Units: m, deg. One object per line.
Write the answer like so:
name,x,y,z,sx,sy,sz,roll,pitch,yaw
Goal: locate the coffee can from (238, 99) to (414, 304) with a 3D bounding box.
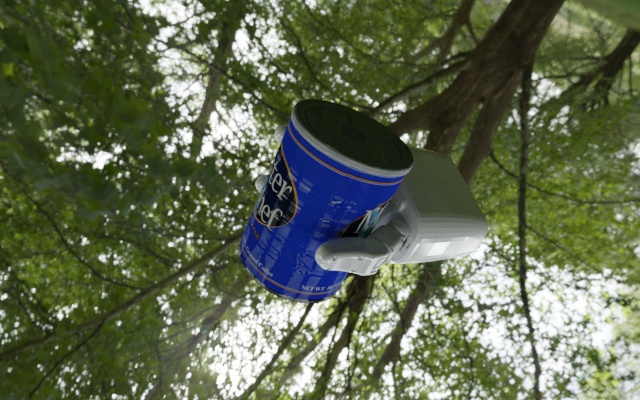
coffee can,0.000,0.001,0.404,0.103,0.140,0.102,20,30,-12
